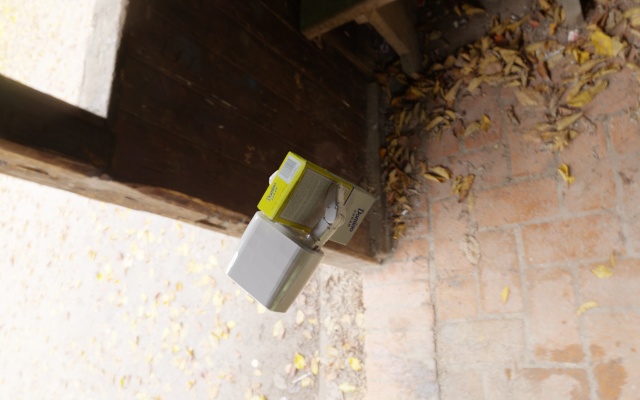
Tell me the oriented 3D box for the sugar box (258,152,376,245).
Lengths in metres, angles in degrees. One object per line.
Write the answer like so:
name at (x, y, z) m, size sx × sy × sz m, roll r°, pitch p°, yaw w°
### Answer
sugar box at (0.000, 0.002, 0.709) m, size 0.048 × 0.093 × 0.176 m, roll 37°, pitch 9°, yaw 39°
